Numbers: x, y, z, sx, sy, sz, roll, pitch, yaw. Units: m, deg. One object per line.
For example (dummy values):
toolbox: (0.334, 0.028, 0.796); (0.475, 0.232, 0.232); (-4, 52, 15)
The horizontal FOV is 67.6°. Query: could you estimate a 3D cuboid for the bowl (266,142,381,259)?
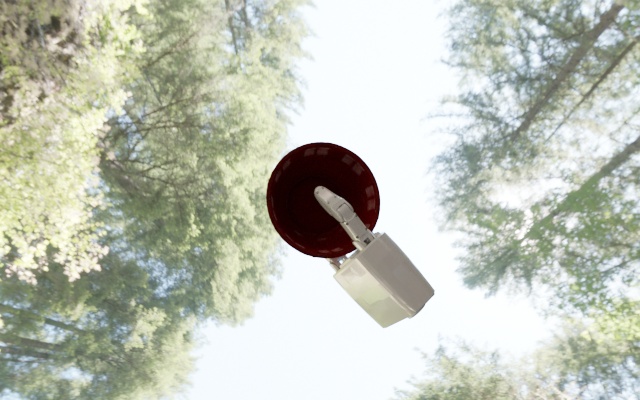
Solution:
bowl: (-0.001, 0.001, 0.672); (0.162, 0.162, 0.055); (0, -9, -15)
